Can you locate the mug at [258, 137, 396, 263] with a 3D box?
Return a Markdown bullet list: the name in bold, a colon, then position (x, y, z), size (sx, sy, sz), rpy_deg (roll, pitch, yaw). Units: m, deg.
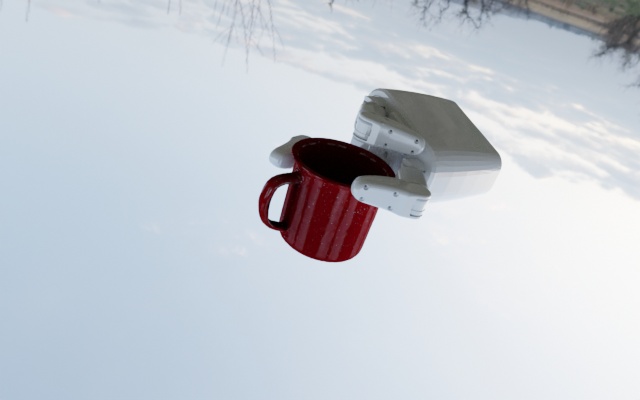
- **mug**: position (-0.001, 0.002, 0.418), size (0.117, 0.081, 0.093), rpy_deg (-4, 35, -35)
